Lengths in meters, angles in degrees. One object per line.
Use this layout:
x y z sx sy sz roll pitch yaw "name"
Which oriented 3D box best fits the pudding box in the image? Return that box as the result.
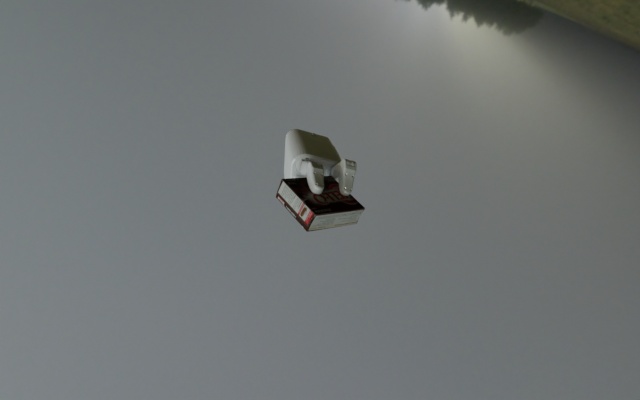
0.000 0.003 0.745 0.113 0.039 0.090 -9 42 -43 "pudding box"
